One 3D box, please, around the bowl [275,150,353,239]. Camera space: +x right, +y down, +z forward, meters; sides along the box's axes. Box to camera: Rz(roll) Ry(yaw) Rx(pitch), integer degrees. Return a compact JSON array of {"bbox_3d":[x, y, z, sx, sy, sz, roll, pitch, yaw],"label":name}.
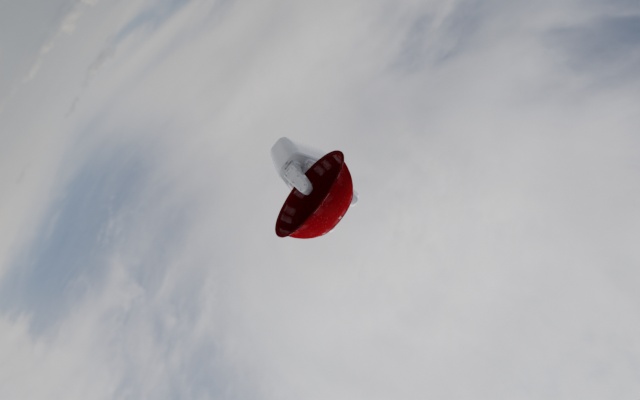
[{"bbox_3d":[0.000,0.003,0.736,0.055,0.162,0.162,37,-14,-19],"label":"bowl"}]
